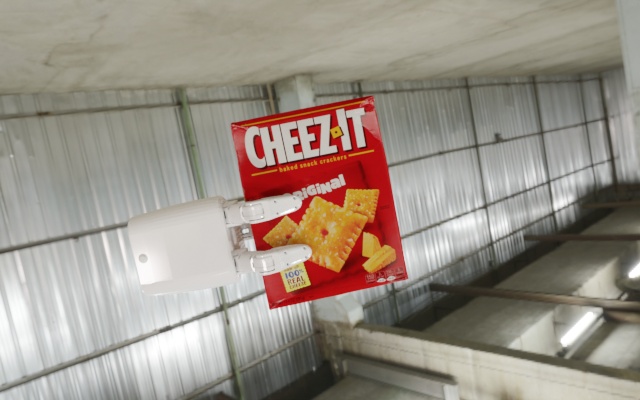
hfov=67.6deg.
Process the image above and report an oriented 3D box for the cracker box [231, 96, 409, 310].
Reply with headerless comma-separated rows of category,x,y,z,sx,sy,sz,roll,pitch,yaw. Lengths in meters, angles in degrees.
cracker box,0.000,0.002,0.552,0.164,0.214,0.072,-11,5,-1
